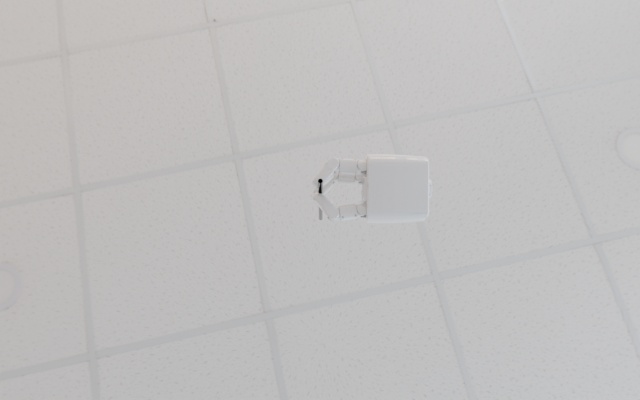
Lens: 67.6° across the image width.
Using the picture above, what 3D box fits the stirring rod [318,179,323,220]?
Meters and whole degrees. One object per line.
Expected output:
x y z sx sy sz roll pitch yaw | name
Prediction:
0.000 0.003 0.886 0.011 0.011 0.240 0 -17 0 | stirring rod
